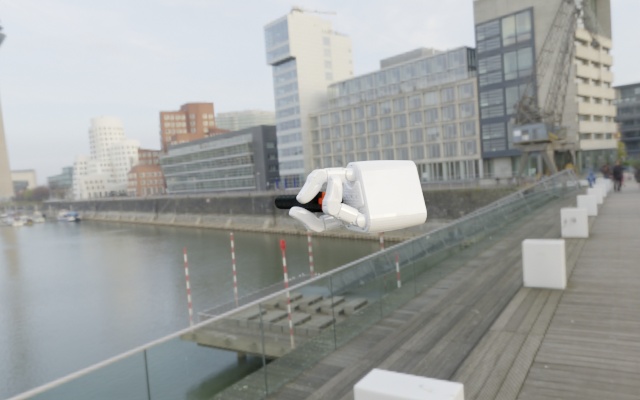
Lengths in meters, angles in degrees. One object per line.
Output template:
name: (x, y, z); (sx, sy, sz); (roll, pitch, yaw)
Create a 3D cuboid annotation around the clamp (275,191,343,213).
clamp: (0.000, 0.002, 0.809); (0.120, 0.039, 0.171); (-5, 3, -21)
